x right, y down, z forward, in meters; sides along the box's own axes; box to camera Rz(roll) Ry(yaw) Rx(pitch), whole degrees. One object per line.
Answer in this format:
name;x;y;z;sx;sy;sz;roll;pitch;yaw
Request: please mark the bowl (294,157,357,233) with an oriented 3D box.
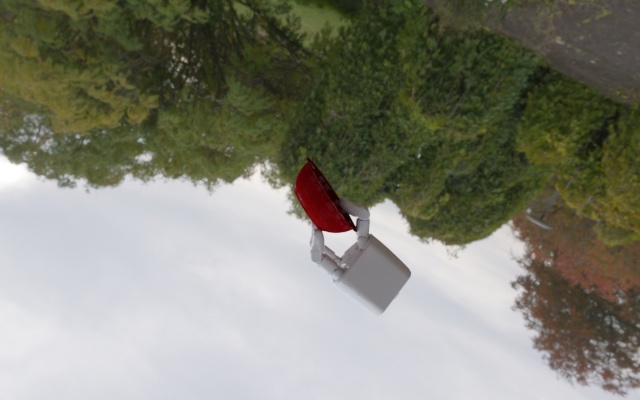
bowl;-0.001;0.002;0.864;0.055;0.162;0.162;-33;-4;6
